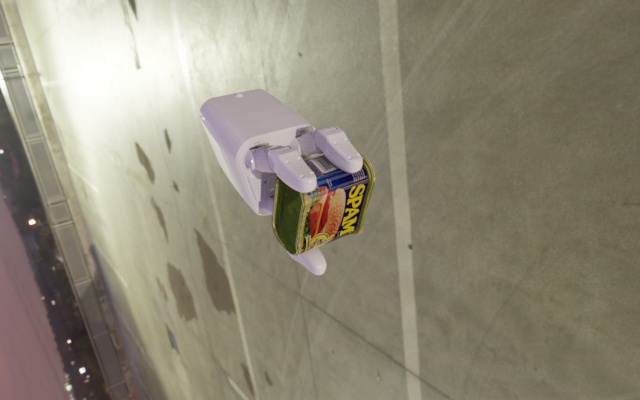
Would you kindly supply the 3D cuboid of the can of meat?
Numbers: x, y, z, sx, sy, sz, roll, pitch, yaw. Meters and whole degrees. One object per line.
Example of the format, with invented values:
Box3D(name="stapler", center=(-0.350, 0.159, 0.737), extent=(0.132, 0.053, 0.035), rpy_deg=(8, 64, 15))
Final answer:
Box3D(name="can of meat", center=(0.000, 0.002, 0.491), extent=(0.084, 0.102, 0.057), rpy_deg=(-19, 49, -29))
